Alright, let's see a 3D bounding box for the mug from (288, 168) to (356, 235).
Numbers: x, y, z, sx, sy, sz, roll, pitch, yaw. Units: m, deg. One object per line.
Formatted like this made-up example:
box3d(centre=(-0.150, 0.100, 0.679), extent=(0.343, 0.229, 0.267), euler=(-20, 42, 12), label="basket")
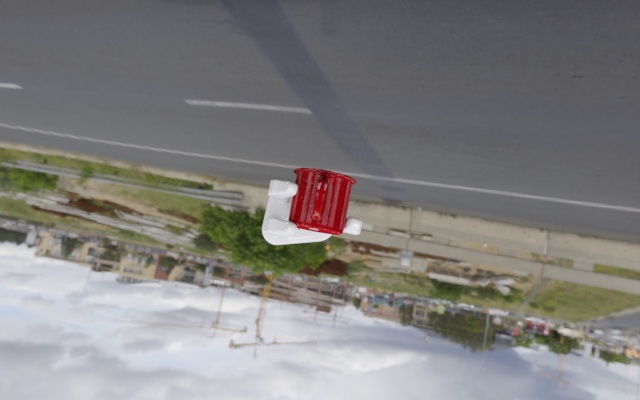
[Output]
box3d(centre=(0.000, 0.002, 0.678), extent=(0.093, 0.081, 0.117), euler=(11, -7, -2), label="mug")
